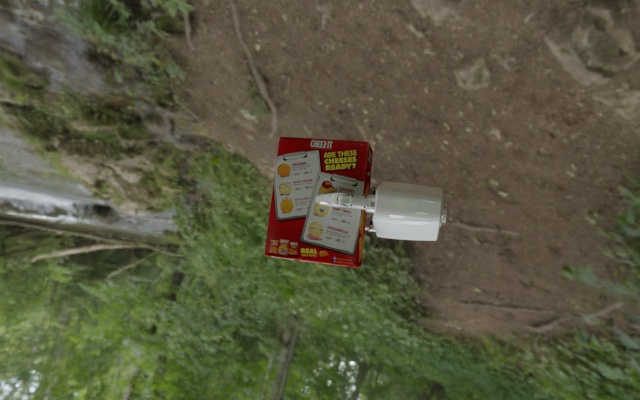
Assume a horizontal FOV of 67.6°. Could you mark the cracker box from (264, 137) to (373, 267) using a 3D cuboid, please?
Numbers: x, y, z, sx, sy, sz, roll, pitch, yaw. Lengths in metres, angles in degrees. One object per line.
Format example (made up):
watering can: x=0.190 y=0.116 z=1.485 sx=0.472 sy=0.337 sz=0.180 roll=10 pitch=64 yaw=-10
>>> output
cracker box: x=0.000 y=0.003 z=0.845 sx=0.164 sy=0.213 sz=0.072 roll=5 pitch=-6 yaw=13
